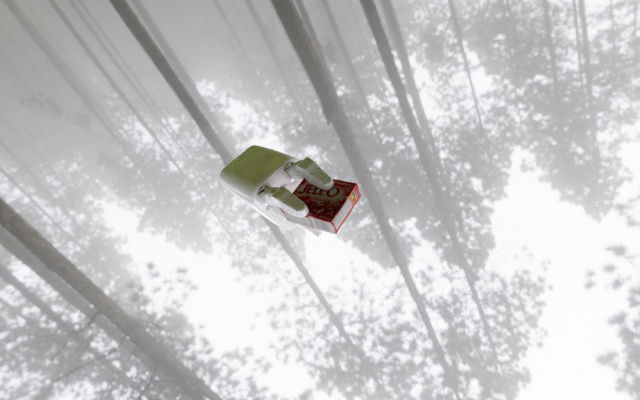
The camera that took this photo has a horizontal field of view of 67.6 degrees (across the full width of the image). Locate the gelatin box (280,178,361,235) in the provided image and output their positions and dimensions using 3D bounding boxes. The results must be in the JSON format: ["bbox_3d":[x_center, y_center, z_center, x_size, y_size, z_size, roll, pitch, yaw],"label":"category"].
[{"bbox_3d":[0.001,0.003,0.663,0.089,0.073,0.030,14,-35,34],"label":"gelatin box"}]
